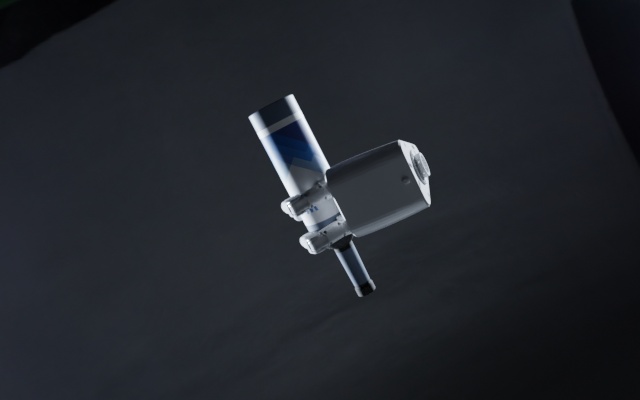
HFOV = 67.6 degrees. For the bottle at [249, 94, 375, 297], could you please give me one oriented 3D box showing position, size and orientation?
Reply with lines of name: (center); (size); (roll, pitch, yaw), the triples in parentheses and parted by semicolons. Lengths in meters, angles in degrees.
bottle: (0.000, 0.002, 0.661); (0.069, 0.296, 0.069); (-27, 9, 5)
